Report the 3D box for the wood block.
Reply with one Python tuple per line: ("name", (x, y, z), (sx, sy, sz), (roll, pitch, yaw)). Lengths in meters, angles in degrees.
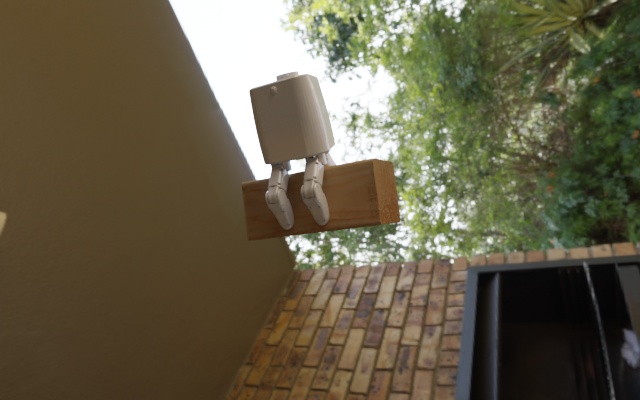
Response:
("wood block", (0.000, 0.002, 0.693), (0.206, 0.090, 0.091), (-9, -3, 26))
